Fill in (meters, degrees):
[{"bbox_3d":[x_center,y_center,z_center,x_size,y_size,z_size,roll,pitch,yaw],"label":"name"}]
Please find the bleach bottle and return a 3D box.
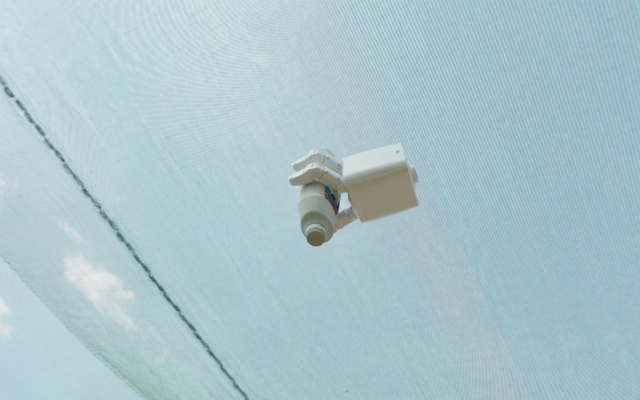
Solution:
[{"bbox_3d":[0.000,0.003,0.819,0.068,0.103,0.250,-16,27,11],"label":"bleach bottle"}]
